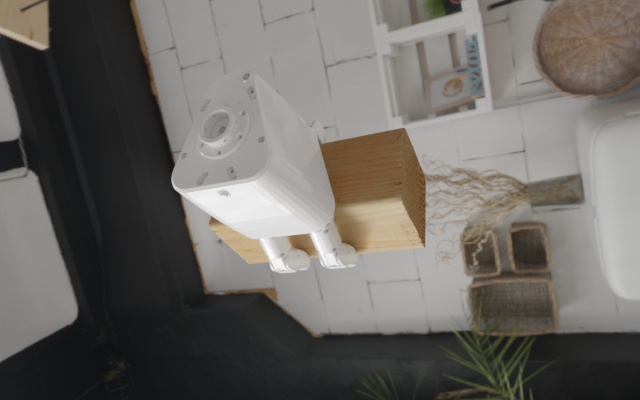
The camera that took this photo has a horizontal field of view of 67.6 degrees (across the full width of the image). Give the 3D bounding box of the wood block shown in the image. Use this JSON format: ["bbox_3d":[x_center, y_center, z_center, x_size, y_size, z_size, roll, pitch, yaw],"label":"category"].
[{"bbox_3d":[0.000,0.001,0.508,0.206,0.090,0.090,-8,-37,24],"label":"wood block"}]
